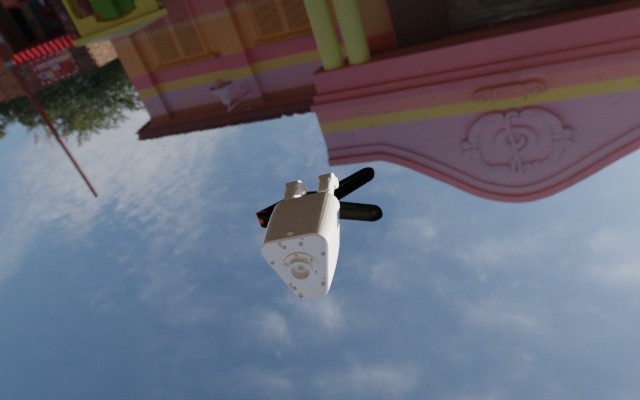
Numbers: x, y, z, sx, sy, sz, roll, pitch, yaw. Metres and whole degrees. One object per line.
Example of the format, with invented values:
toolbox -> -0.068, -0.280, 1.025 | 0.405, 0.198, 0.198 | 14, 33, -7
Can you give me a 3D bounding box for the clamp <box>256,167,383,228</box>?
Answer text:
clamp -> 0.000, 0.003, 0.780 | 0.210, 0.036, 0.164 | -11, 25, 15
